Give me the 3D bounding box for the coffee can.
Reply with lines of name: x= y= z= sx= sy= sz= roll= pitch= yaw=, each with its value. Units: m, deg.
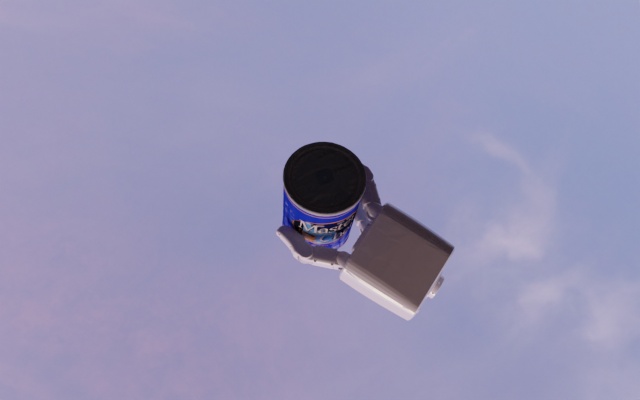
coffee can: x=0.000 y=0.002 z=0.642 sx=0.103 sy=0.102 sz=0.140 roll=0 pitch=-27 yaw=-5
